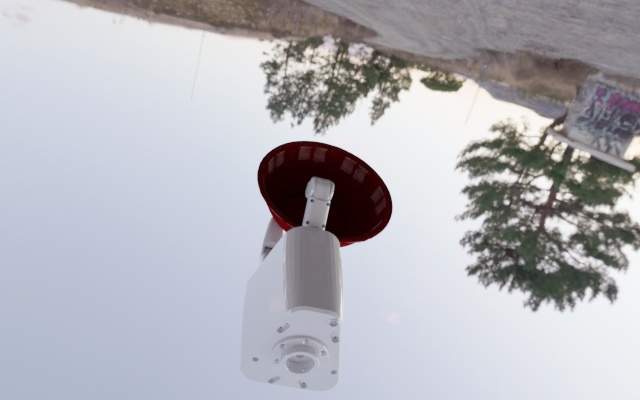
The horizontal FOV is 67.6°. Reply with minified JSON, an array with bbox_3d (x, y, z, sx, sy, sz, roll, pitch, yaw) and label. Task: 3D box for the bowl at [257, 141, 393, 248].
[{"bbox_3d":[0.000,0.001,0.562,0.162,0.162,0.055,0,-42,-23],"label":"bowl"}]
